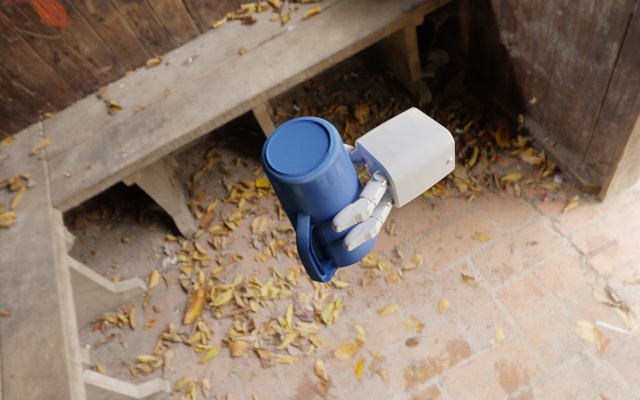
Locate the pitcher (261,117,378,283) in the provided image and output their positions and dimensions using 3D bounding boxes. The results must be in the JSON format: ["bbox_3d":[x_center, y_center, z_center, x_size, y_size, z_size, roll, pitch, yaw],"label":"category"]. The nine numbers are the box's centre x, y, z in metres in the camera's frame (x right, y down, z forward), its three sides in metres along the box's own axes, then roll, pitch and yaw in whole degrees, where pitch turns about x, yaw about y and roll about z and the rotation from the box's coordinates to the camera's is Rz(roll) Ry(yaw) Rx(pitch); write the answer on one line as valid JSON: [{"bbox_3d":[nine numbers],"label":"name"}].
[{"bbox_3d":[0.000,0.002,0.698,0.145,0.149,0.243,-32,-35,-4],"label":"pitcher"}]
